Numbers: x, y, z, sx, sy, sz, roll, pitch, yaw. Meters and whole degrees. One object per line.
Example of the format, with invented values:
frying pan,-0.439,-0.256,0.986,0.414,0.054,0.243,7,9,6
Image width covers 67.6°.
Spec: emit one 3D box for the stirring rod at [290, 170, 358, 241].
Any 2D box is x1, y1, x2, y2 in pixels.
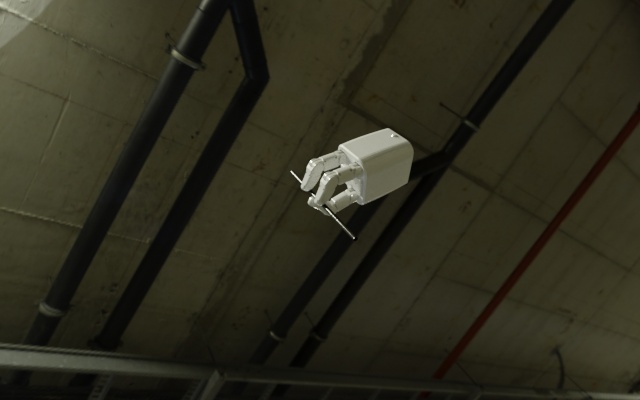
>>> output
stirring rod,0.000,0.003,0.834,0.011,0.011,0.239,0,29,-31
